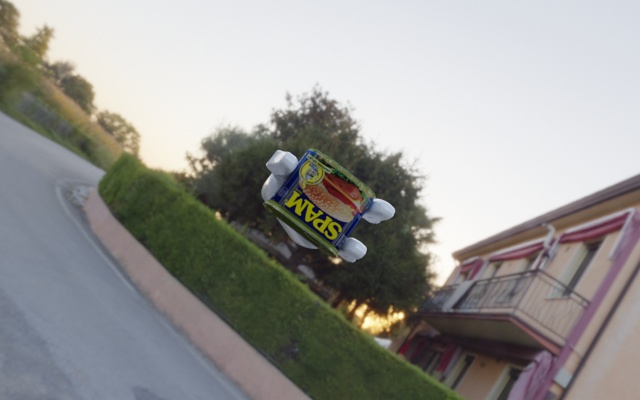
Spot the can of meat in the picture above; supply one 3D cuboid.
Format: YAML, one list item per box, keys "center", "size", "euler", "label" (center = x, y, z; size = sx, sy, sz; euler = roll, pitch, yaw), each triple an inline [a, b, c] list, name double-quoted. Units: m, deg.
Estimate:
- center: [0.000, 0.001, 0.548]
  size: [0.102, 0.084, 0.057]
  euler: [38, -11, -6]
  label: "can of meat"
